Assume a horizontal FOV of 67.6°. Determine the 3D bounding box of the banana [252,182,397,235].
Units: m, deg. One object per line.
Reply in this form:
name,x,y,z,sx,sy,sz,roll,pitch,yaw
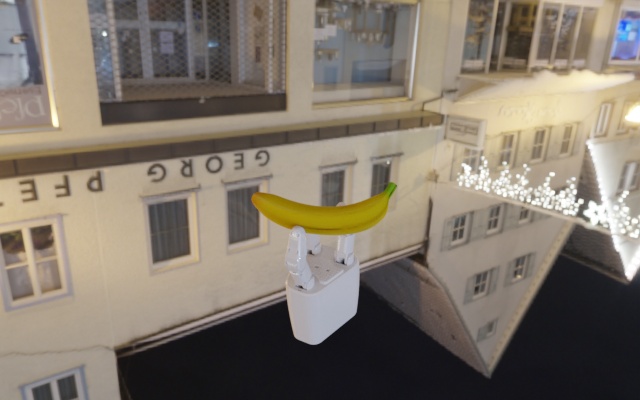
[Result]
banana,0.003,0.015,0.630,0.198,0.069,0.037,-3,-44,7
